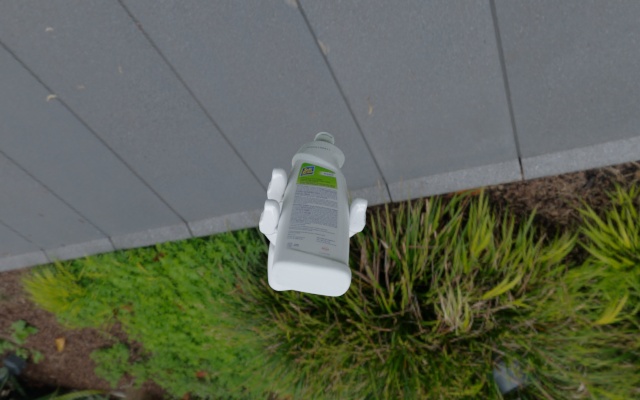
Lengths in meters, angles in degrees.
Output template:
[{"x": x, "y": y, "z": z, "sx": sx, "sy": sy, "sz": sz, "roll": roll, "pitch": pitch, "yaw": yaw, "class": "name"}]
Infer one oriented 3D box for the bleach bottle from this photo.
[{"x": 0.000, "y": 0.002, "z": 0.663, "sx": 0.102, "sy": 0.250, "sz": 0.068, "roll": 10, "pitch": -38, "yaw": -2, "class": "bleach bottle"}]
